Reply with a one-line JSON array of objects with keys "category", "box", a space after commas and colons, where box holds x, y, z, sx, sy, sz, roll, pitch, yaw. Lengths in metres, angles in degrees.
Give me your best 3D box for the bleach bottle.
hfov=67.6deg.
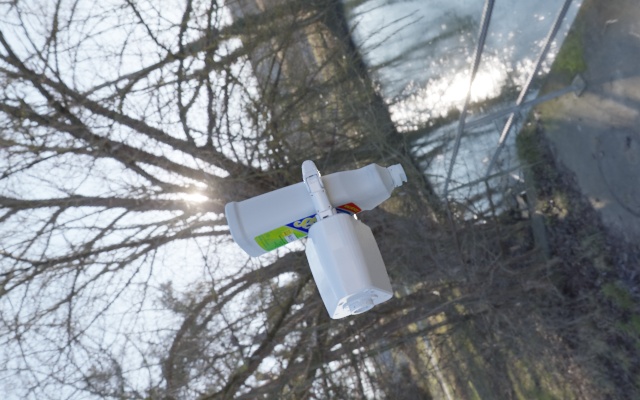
[{"category": "bleach bottle", "box": [0.000, 0.002, 0.681, 0.251, 0.068, 0.103, -21, -26, 2]}]
